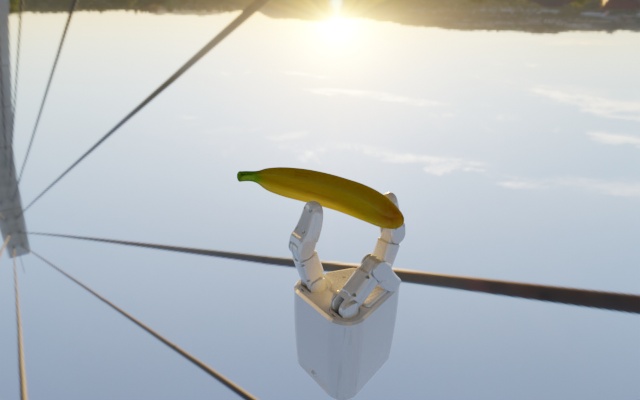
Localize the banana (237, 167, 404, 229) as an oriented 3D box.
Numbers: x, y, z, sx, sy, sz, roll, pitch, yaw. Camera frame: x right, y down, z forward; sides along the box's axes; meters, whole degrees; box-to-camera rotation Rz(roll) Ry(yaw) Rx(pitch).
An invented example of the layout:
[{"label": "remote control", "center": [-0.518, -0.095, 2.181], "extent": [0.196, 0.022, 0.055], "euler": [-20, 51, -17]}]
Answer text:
[{"label": "banana", "center": [0.006, -0.005, 0.522], "extent": [0.198, 0.037, 0.069], "euler": [14, 26, 26]}]
